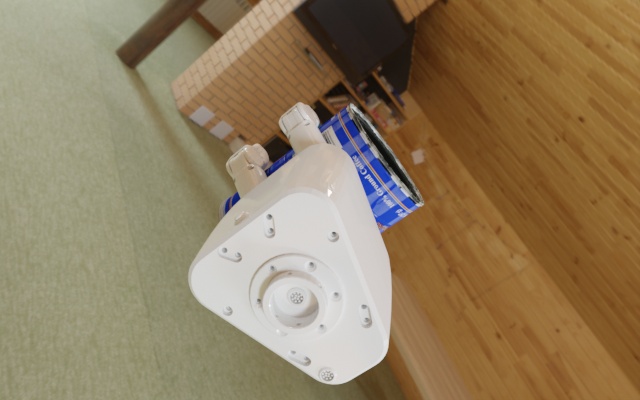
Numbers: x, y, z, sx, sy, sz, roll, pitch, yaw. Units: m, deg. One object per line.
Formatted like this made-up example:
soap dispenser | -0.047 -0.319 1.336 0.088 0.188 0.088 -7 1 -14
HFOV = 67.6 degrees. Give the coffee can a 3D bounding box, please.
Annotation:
coffee can | 0.000 0.001 0.406 0.140 0.103 0.103 -36 -11 15
